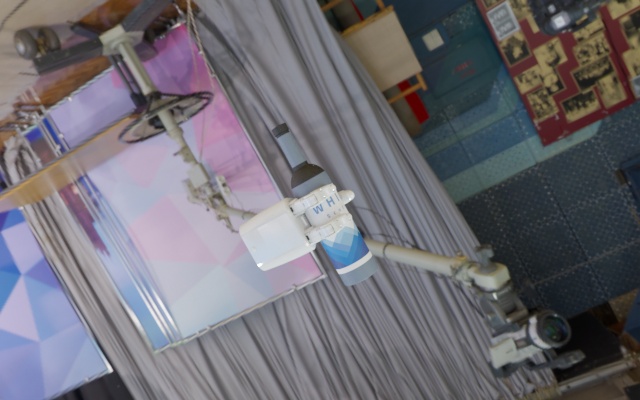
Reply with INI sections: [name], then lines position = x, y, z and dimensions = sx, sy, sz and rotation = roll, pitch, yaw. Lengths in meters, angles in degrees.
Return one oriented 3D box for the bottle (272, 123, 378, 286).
[bottle]
position = 0.000, 0.003, 0.819
dimensions = 0.069, 0.296, 0.069
rotation = -29, 4, 2
